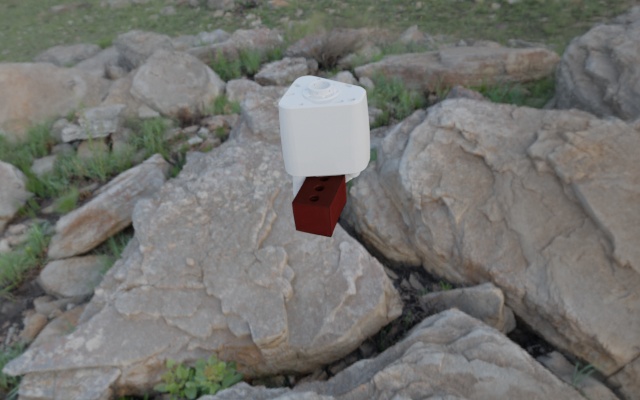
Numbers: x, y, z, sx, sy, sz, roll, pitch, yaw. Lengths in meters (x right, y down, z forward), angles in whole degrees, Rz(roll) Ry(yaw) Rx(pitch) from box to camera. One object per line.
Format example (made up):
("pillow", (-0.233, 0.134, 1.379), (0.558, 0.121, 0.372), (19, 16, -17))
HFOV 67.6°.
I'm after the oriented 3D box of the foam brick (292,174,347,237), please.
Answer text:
("foam brick", (0.000, 0.002, 0.647), (0.053, 0.051, 0.078), (8, 41, 16))
